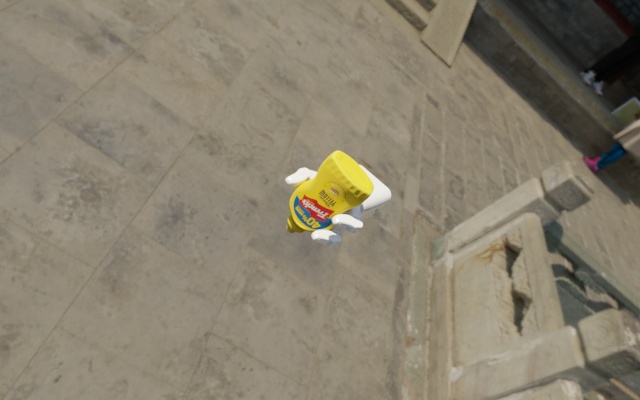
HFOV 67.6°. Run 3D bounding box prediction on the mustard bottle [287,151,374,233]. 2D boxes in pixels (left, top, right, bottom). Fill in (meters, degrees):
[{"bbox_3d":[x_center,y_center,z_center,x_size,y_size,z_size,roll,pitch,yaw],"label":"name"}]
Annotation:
[{"bbox_3d":[0.000,0.003,0.853,0.192,0.096,0.058,-42,8,36],"label":"mustard bottle"}]
